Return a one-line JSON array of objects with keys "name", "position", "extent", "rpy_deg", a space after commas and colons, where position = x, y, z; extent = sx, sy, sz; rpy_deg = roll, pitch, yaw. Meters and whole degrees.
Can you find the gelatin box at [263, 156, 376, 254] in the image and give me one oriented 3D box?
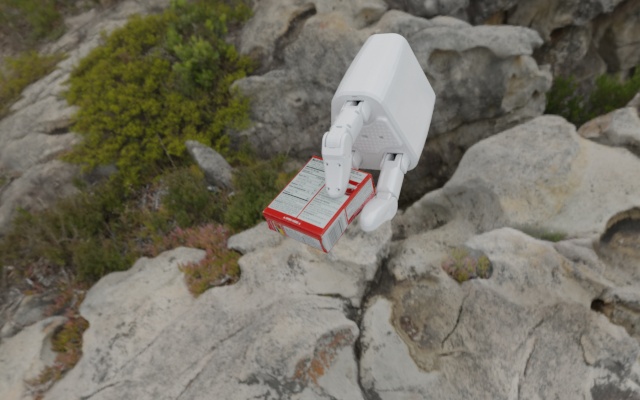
[{"name": "gelatin box", "position": [0.000, 0.001, 0.466], "extent": [0.073, 0.030, 0.089], "rpy_deg": [20, 55, 33]}]
